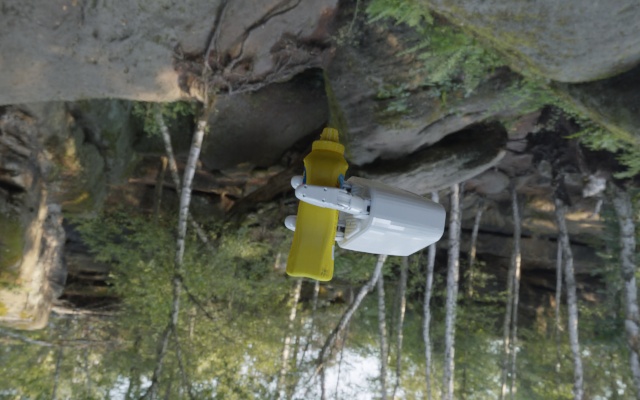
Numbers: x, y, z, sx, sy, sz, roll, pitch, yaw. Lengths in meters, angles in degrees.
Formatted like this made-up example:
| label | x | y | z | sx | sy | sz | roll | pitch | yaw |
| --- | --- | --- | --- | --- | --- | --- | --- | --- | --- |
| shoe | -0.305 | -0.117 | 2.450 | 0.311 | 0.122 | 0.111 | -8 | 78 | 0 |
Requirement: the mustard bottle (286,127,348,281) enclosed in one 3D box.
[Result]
| label | x | y | z | sx | sy | sz | roll | pitch | yaw |
| --- | --- | --- | --- | --- | --- | --- | --- | --- | --- |
| mustard bottle | 0.000 | 0.002 | 0.601 | 0.058 | 0.191 | 0.096 | 8 | -8 | 6 |
